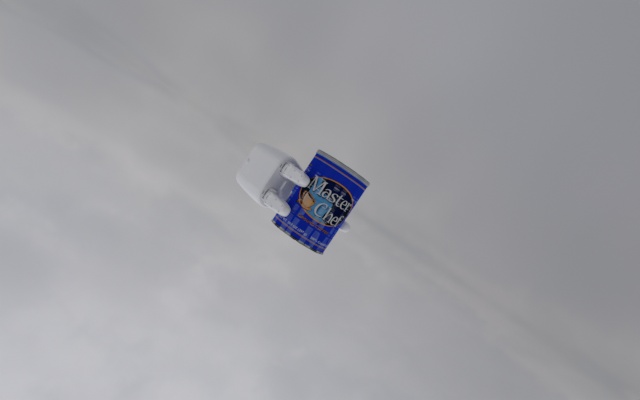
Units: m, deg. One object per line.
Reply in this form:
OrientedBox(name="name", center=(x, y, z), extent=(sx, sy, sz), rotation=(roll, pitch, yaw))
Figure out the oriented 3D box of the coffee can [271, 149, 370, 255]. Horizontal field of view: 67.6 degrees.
OrientedBox(name="coffee can", center=(0.000, 0.003, 0.783), extent=(0.103, 0.140, 0.103), rotation=(34, 1, -1))
